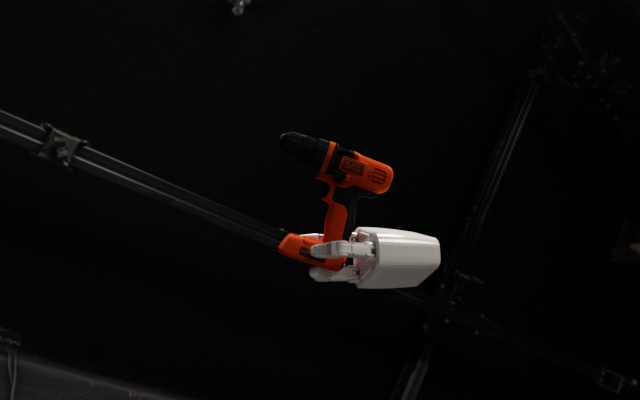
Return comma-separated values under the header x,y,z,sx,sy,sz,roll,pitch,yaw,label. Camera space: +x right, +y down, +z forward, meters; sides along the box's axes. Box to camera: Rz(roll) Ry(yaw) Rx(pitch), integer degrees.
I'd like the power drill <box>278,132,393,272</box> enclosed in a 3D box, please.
x,y,z,sx,sy,sz,roll,pitch,yaw,label
0.000,0.003,0.738,0.184,0.187,0.057,20,3,-3,power drill
